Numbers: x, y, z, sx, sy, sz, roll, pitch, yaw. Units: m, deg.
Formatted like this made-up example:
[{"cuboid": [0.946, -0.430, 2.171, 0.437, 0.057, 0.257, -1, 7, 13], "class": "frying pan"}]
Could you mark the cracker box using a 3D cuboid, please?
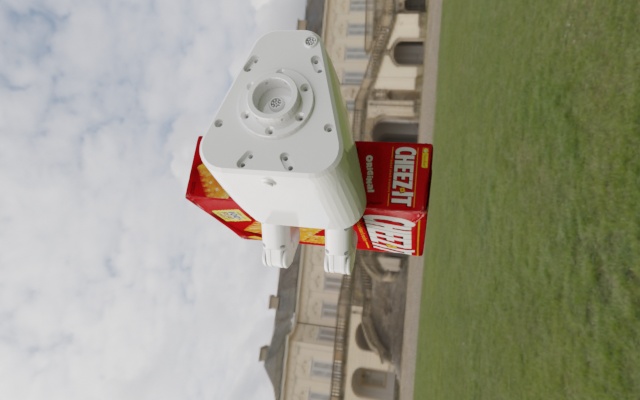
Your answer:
[{"cuboid": [0.000, 0.001, 0.483, 0.213, 0.072, 0.164, 4, -17, 12], "class": "cracker box"}]
